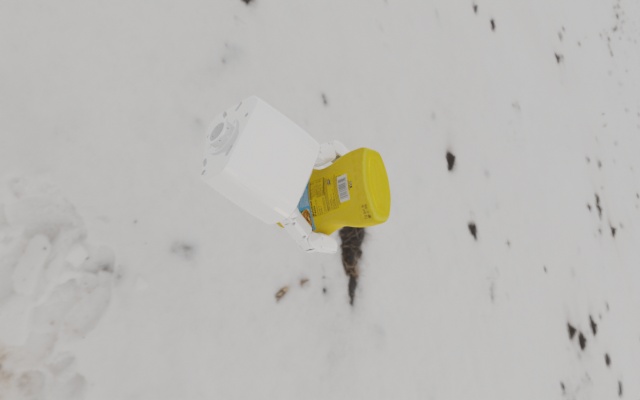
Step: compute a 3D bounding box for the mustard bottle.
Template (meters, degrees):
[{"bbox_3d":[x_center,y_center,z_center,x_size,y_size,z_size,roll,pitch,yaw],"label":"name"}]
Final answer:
[{"bbox_3d":[0.001,0.002,0.640,0.191,0.096,0.058,-18,-17,39],"label":"mustard bottle"}]
